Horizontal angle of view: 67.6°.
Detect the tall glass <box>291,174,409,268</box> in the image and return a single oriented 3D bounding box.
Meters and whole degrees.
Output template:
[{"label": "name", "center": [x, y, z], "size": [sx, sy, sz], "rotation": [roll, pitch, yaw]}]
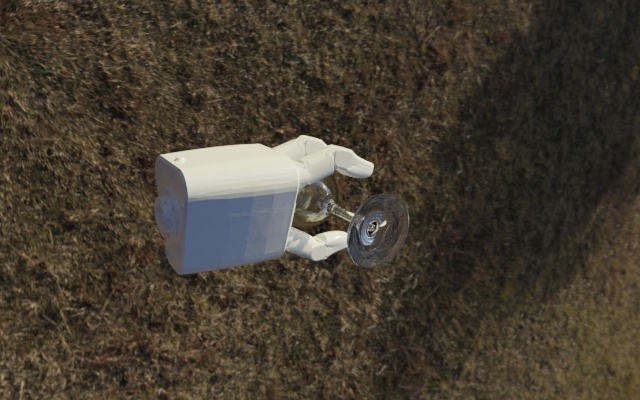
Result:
[{"label": "tall glass", "center": [0.001, 0.002, 0.522], "size": [0.079, 0.079, 0.201], "rotation": [0, 16, -35]}]
